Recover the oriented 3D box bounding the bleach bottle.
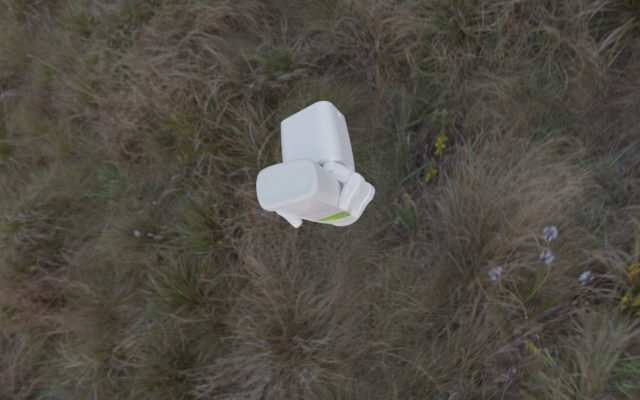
[{"bbox_3d":[0.000,0.003,0.791,0.102,0.068,0.251,-14,-18,20],"label":"bleach bottle"}]
